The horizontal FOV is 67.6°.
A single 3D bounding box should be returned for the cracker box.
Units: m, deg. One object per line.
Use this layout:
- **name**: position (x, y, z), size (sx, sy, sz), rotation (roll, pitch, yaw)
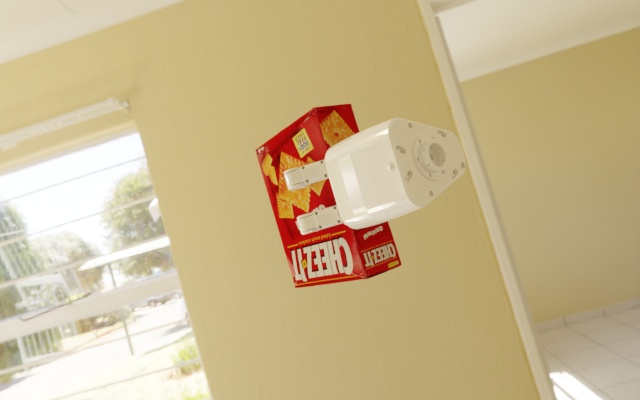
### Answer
- **cracker box**: position (0.000, 0.002, 0.638), size (0.072, 0.213, 0.164), rotation (-14, -5, -36)
